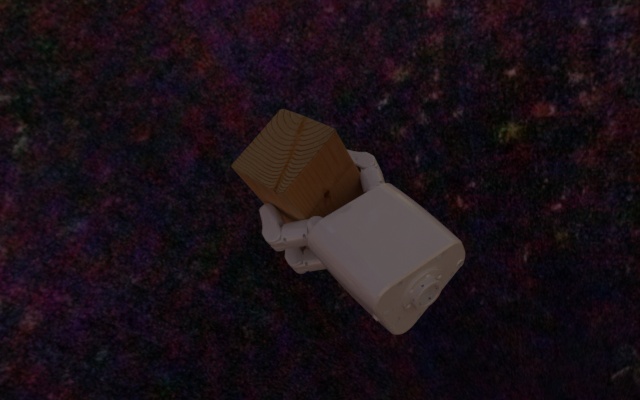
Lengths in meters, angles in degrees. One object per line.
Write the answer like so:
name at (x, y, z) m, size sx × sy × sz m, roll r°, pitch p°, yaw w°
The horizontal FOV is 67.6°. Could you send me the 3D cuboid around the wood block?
wood block at (0.001, 0.002, 0.570) m, size 0.090 × 0.091 × 0.206 m, roll 28°, pitch -18°, yaw 39°
